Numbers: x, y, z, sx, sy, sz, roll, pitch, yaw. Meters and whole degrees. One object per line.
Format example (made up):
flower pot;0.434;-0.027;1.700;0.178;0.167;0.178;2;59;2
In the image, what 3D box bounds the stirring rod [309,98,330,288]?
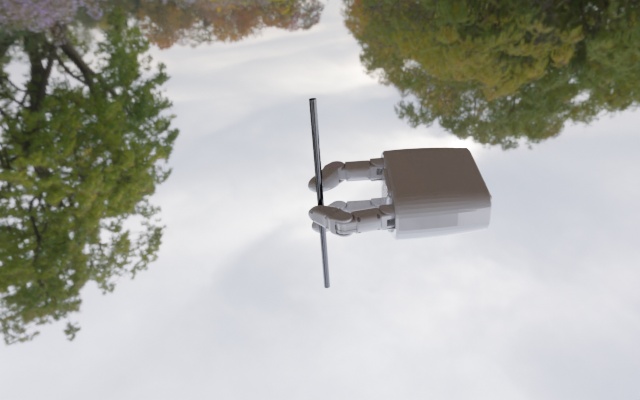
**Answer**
stirring rod;0.000;0.002;0.548;0.011;0.240;0.011;-3;27;2
